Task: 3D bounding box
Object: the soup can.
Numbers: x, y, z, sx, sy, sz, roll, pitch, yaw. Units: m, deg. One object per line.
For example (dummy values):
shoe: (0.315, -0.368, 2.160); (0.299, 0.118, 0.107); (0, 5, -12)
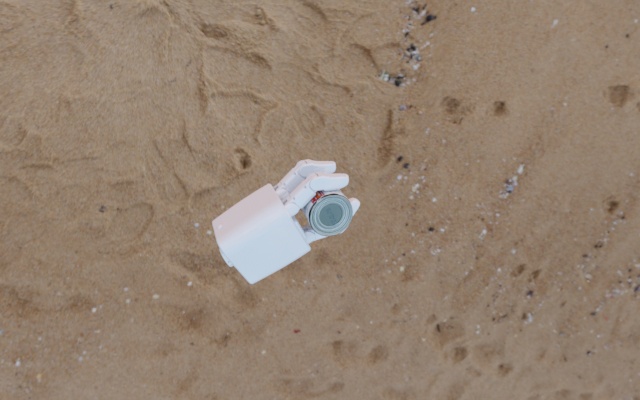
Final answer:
soup can: (0.001, 0.002, 0.717); (0.068, 0.068, 0.102); (0, 23, -19)
